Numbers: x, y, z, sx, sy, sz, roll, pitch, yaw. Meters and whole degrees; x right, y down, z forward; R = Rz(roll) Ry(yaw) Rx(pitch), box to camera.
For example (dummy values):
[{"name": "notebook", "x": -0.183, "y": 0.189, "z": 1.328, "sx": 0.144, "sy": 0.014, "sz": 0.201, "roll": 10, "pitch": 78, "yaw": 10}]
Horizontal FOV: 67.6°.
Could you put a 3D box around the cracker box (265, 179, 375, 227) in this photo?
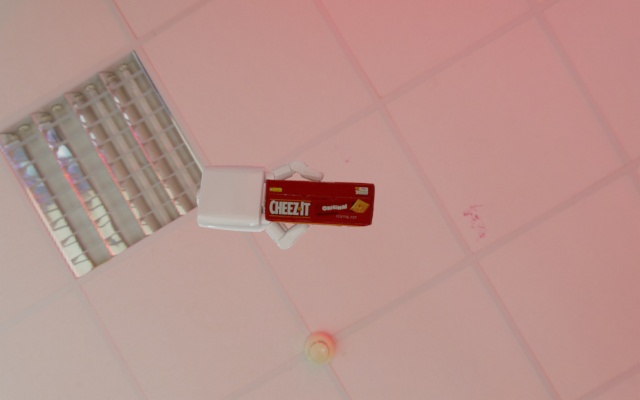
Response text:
[{"name": "cracker box", "x": 0.000, "y": 0.002, "z": 0.811, "sx": 0.164, "sy": 0.072, "sz": 0.213, "roll": 2, "pitch": 1, "yaw": 1}]
